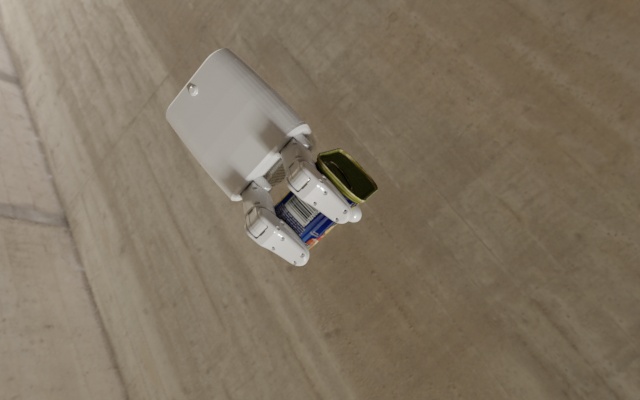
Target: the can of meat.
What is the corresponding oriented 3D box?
[{"bbox_3d":[0.000,0.002,0.453,0.084,0.057,0.102,-45,-4,18],"label":"can of meat"}]
